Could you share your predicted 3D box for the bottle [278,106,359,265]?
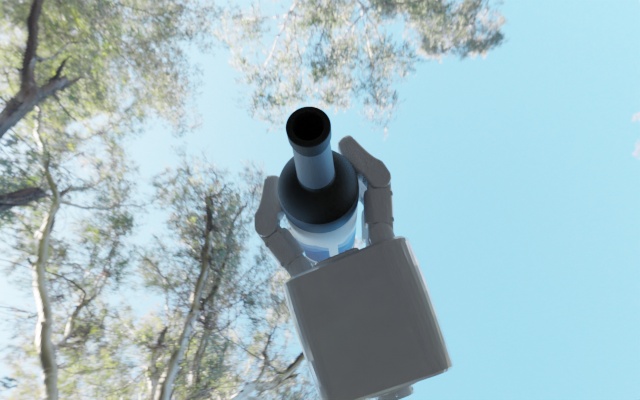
[{"bbox_3d":[0.000,0.001,0.423,0.069,0.069,0.296,0,-18,3],"label":"bottle"}]
